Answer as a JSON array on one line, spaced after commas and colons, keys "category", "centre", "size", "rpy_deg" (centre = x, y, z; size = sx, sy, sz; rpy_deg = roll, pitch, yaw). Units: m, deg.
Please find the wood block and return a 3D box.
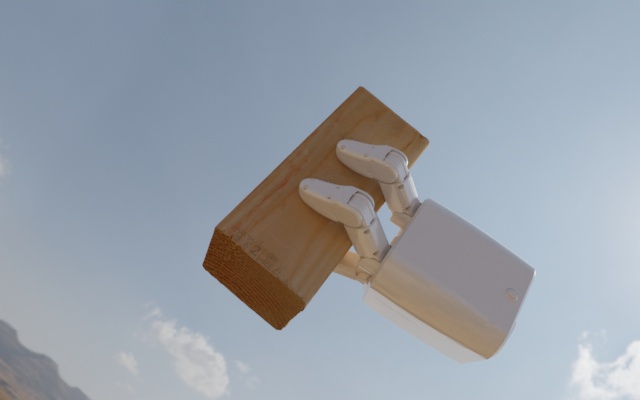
[{"category": "wood block", "centre": [0.000, 0.002, 0.433], "size": [0.206, 0.090, 0.091], "rpy_deg": [-48, -4, -34]}]
